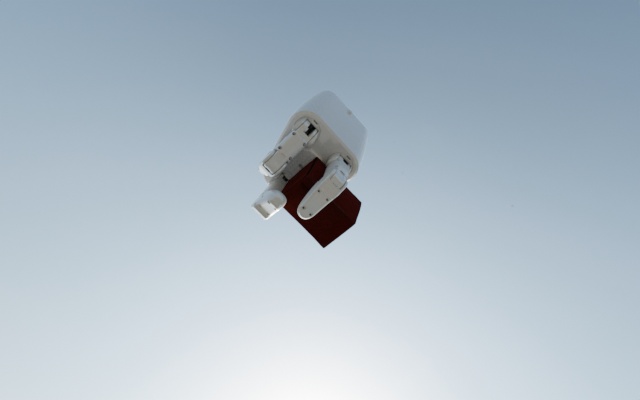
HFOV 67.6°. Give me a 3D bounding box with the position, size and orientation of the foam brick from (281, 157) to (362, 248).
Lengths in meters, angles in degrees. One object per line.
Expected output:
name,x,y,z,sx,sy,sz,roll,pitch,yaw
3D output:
foam brick,0.000,0.002,0.535,0.053,0.078,0.051,-38,13,27
